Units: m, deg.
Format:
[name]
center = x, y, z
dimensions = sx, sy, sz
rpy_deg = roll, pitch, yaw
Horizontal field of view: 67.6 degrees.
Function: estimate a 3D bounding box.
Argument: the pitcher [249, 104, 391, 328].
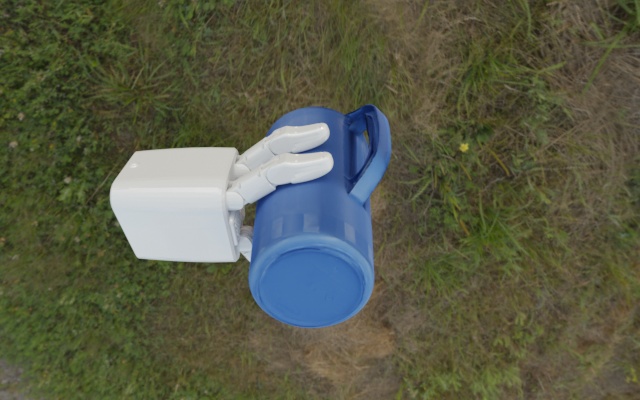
[pitcher]
center = 0.000, 0.002, 0.496
dimensions = 0.145, 0.149, 0.242
rpy_deg = 1, 34, 0
